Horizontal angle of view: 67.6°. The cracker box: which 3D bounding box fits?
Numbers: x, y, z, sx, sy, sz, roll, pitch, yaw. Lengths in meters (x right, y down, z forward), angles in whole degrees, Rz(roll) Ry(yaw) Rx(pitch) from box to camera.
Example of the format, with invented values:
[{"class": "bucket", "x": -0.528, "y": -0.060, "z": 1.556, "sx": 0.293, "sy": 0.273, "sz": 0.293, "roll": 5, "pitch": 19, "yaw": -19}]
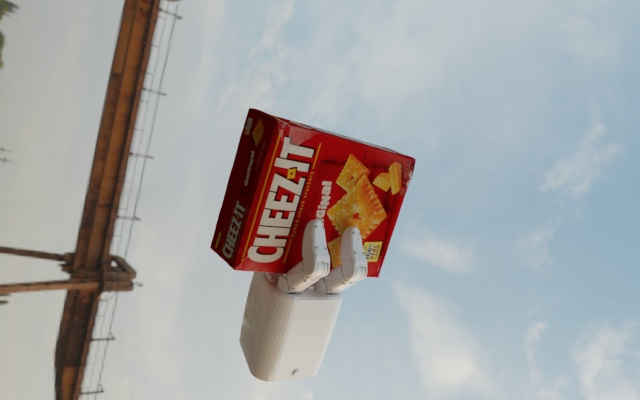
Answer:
[{"class": "cracker box", "x": 0.000, "y": 0.002, "z": 0.559, "sx": 0.214, "sy": 0.164, "sz": 0.072, "roll": 10, "pitch": 12, "yaw": -39}]
